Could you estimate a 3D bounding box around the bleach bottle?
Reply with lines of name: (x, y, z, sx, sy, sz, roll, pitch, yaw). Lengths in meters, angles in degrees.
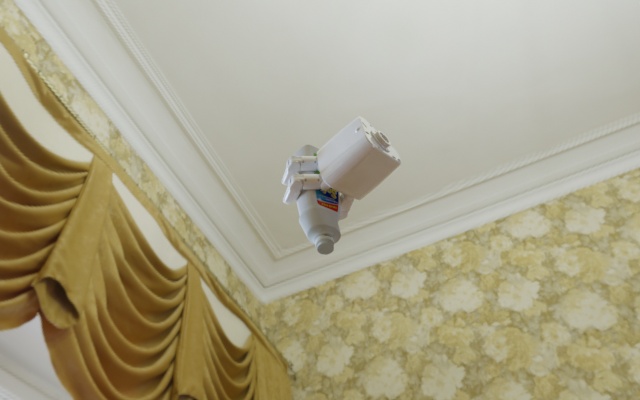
bleach bottle: (0.000, 0.003, 0.872, 0.102, 0.250, 0.068, 34, -63, -31)
